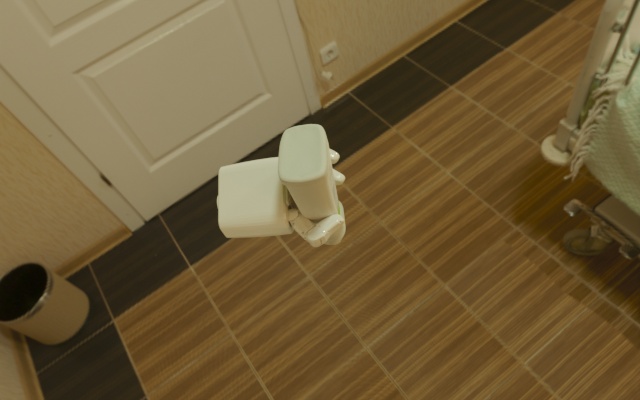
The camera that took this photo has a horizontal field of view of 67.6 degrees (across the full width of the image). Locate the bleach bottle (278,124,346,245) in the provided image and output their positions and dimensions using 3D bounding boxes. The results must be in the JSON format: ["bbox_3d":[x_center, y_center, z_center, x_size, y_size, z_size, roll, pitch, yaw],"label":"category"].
[{"bbox_3d":[0.000,0.002,0.730,0.068,0.102,0.251,-6,-35,9],"label":"bleach bottle"}]
